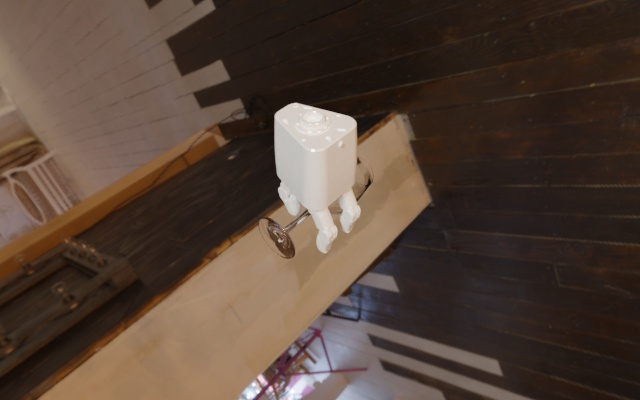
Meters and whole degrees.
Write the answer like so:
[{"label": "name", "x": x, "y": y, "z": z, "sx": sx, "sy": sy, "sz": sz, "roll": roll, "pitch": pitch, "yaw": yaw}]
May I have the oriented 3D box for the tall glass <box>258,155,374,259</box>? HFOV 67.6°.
[{"label": "tall glass", "x": 0.000, "y": 0.003, "z": 0.751, "sx": 0.201, "sy": 0.079, "sz": 0.079, "roll": -39, "pitch": 24, "yaw": -32}]
